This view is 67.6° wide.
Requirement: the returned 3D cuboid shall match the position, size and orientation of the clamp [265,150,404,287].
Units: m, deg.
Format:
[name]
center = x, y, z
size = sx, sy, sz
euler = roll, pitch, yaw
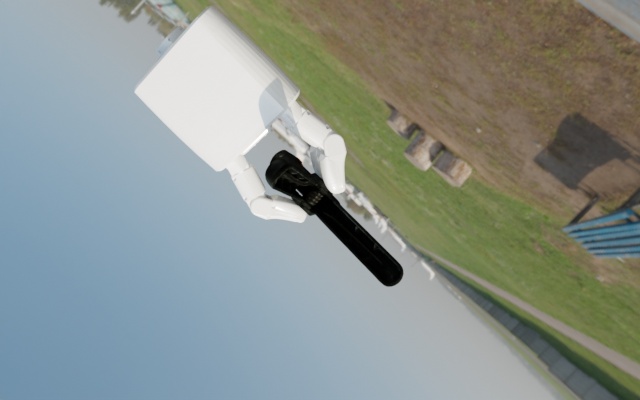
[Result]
[clamp]
center = -0.001, 0.002, 0.489
size = 0.164, 0.036, 0.210
euler = 44, 3, -18
